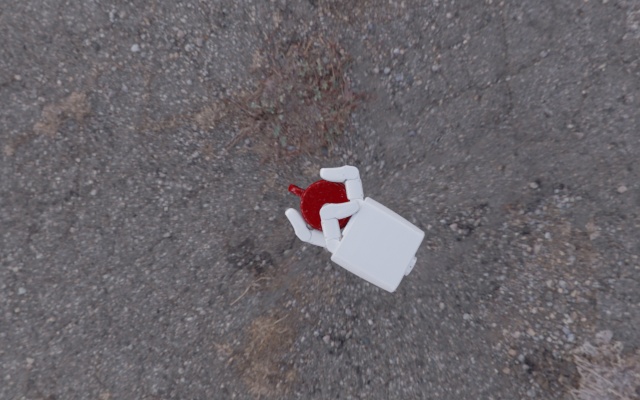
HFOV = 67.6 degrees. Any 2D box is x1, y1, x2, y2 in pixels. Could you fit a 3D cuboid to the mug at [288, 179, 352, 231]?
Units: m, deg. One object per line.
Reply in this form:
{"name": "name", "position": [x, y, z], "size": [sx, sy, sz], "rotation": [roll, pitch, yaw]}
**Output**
{"name": "mug", "position": [-0.001, 0.002, 0.789], "size": [0.117, 0.093, 0.081], "rotation": [29, 1, 4]}
